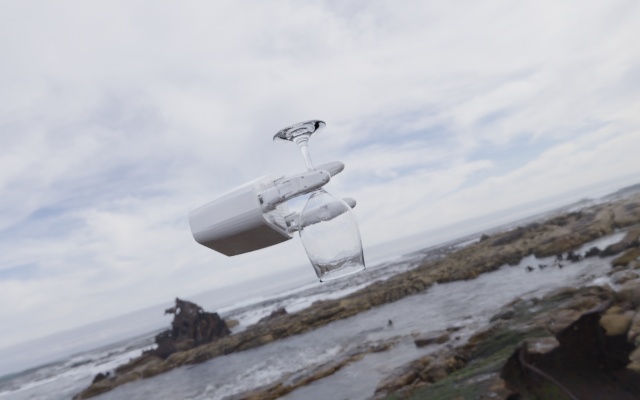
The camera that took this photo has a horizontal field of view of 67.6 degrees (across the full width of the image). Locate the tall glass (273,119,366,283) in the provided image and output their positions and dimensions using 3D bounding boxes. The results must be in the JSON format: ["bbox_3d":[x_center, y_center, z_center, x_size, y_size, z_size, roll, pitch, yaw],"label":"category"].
[{"bbox_3d":[0.000,0.001,0.622,0.079,0.201,0.079,-17,-9,-3],"label":"tall glass"}]
